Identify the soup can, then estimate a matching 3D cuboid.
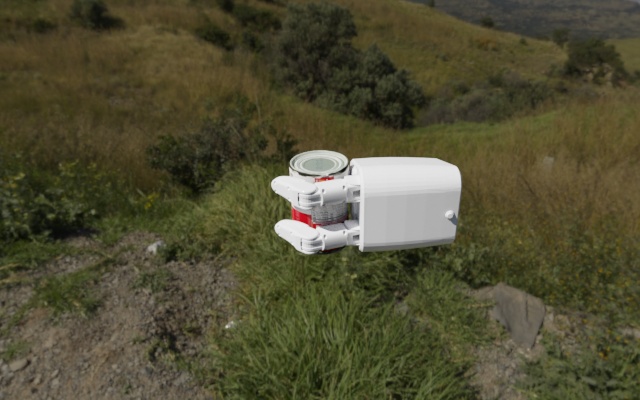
[{"bbox_3d":[0.000,0.002,0.549,0.068,0.102,0.068,-1,29,1],"label":"soup can"}]
